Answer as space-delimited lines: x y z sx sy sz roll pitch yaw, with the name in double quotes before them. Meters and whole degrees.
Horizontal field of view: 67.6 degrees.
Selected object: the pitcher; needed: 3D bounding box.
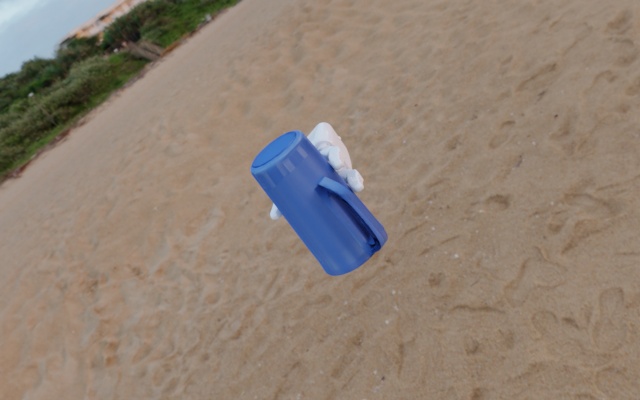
"pitcher" 0.000 0.003 0.812 0.149 0.243 0.145 -31 24 17
